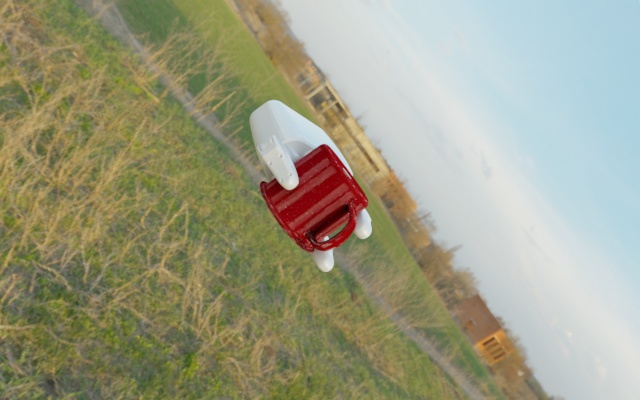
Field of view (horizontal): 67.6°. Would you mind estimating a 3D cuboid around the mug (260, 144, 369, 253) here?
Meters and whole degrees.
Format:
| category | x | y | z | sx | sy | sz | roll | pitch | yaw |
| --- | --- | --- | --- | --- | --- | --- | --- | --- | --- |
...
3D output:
| category | x | y | z | sx | sy | sz | roll | pitch | yaw |
| --- | --- | --- | --- | --- | --- | --- | --- | --- | --- |
| mug | 0.001 | 0.002 | 0.493 | 0.081 | 0.117 | 0.093 | -36 | -48 | 8 |
